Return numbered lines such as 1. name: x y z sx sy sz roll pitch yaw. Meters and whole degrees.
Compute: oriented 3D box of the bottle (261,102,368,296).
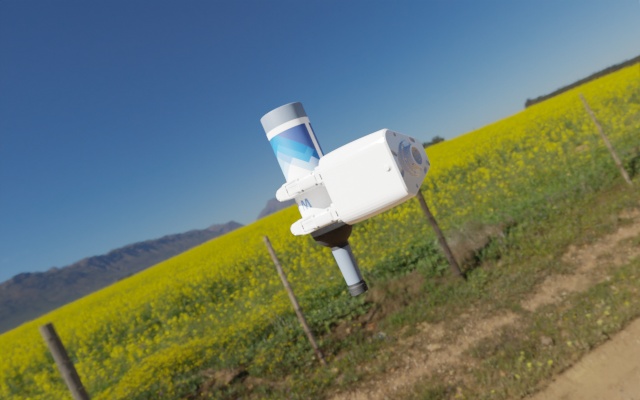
1. bottle: 0.000 0.002 0.711 0.069 0.295 0.069 -24 0 0
